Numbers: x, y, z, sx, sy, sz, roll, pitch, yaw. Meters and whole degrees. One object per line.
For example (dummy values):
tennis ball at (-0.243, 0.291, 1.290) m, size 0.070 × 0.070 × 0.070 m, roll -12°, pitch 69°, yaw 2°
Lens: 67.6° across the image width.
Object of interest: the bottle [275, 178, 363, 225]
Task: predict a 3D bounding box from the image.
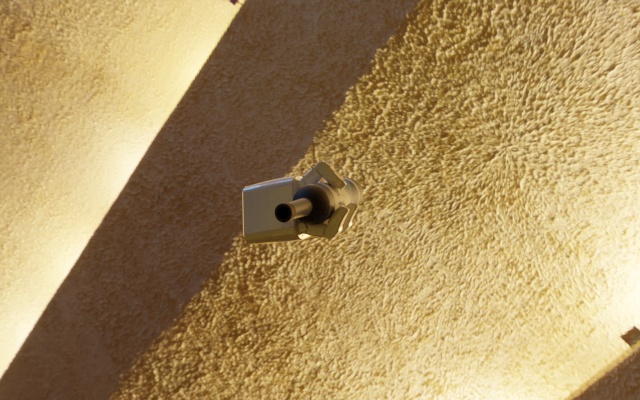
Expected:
bottle at (0.000, 0.003, 0.809) m, size 0.069 × 0.069 × 0.295 m, roll 0°, pitch 6°, yaw 21°
